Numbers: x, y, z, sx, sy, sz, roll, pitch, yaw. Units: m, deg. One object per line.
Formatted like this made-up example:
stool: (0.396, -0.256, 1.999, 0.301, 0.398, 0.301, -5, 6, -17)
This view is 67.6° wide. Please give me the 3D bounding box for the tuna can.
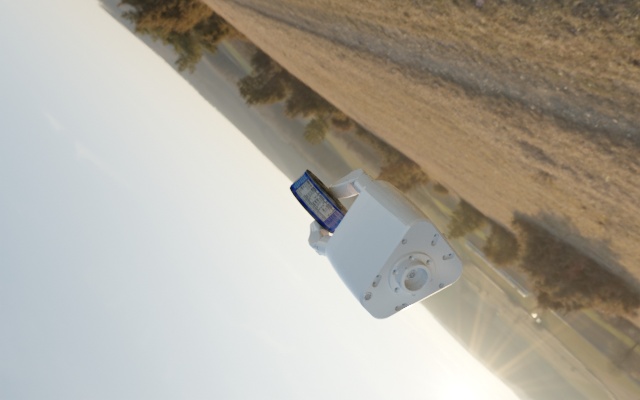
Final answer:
tuna can: (0.000, 0.002, 0.614, 0.034, 0.086, 0.086, -43, -5, 5)
